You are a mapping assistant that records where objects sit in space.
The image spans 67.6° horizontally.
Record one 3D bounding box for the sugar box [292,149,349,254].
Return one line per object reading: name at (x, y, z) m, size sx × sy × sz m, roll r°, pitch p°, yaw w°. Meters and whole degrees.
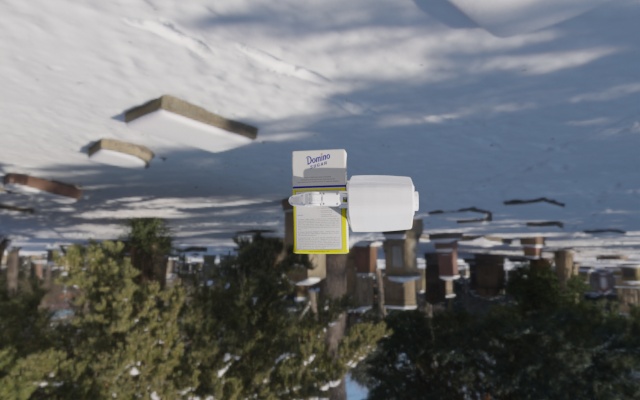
sugar box at (0.000, 0.003, 0.821) m, size 0.093 × 0.176 × 0.048 m, roll -1°, pitch -6°, yaw 8°
